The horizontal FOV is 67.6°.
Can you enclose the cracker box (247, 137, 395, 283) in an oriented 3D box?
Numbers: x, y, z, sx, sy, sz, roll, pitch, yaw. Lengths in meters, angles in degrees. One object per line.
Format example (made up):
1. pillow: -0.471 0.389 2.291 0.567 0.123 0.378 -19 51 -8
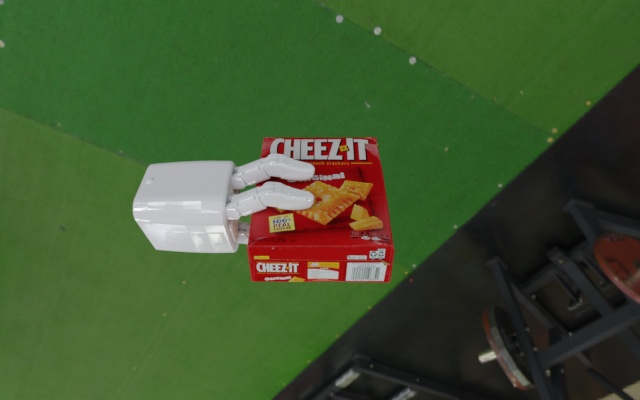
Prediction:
1. cracker box: 0.000 0.002 0.611 0.164 0.072 0.213 0 42 -1
